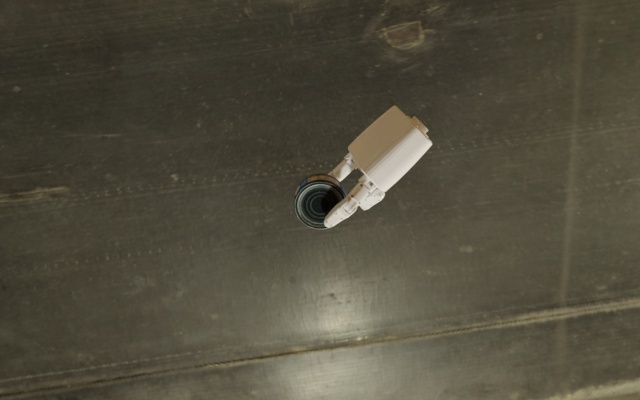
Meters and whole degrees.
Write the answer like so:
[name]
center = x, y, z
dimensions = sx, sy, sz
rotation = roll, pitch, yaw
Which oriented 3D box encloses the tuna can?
[tuna can]
center = 0.000, 0.003, 0.767
dimensions = 0.086, 0.086, 0.033
rotation = 0, 23, 0
